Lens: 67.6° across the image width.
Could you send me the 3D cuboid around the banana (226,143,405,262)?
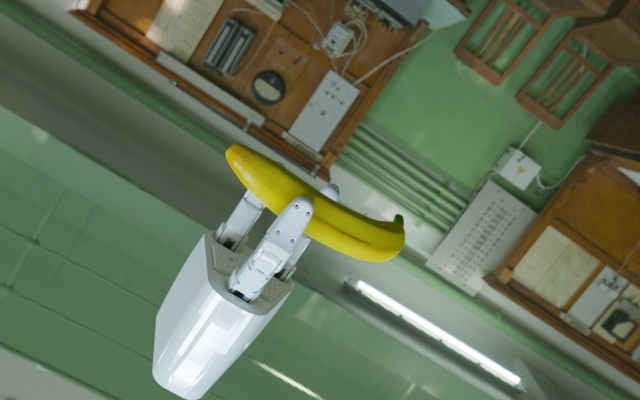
[{"bbox_3d":[0.009,0.012,0.403,0.198,0.037,0.069,24,20,-33],"label":"banana"}]
